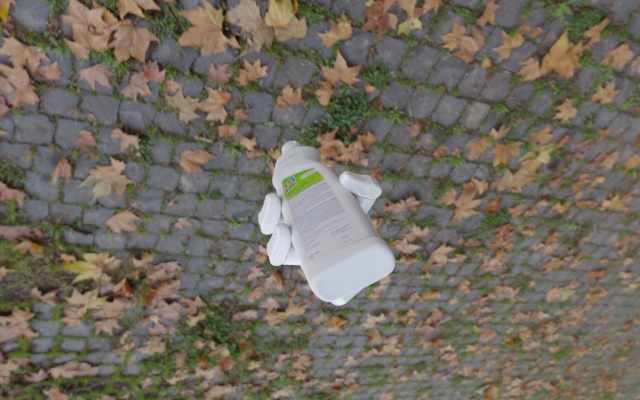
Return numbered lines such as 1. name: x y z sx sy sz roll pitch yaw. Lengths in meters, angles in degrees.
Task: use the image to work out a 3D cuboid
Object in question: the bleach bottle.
1. bleach bottle: 0.000 0.002 0.614 0.102 0.250 0.068 -27 -44 4
